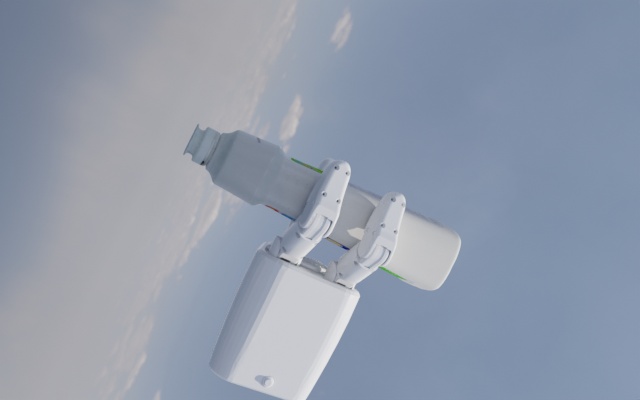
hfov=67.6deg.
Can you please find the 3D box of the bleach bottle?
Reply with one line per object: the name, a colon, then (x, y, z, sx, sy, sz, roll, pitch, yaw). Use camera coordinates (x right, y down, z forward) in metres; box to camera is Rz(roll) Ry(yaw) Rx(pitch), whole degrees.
bleach bottle: (0.000, 0.001, 0.431, 0.251, 0.068, 0.102, 26, 0, -19)
